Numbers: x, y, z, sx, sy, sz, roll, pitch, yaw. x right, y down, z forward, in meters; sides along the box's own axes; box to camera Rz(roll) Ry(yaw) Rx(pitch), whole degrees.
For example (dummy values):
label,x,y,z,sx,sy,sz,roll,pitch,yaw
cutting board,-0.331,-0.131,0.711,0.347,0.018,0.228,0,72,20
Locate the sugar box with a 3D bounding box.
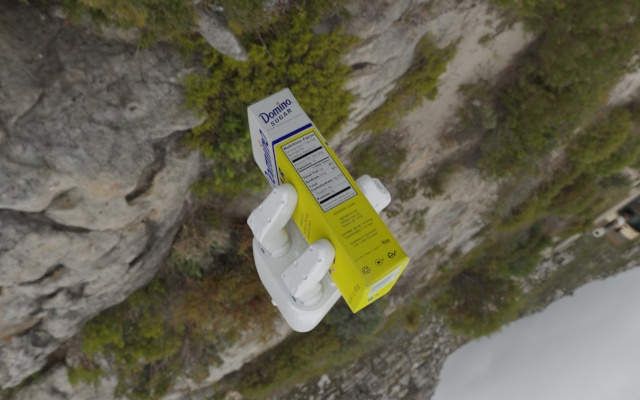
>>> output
label,x,y,z,sx,sy,sz,roll,pitch,yaw
sugar box,0.000,0.002,0.402,0.048,0.176,0.093,-31,-20,-16
